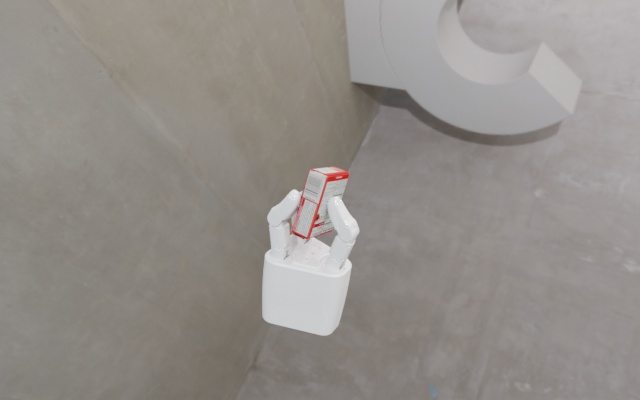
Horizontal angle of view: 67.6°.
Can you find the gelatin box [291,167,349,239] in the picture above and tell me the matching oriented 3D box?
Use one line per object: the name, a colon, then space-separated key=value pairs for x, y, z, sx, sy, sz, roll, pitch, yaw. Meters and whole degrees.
gelatin box: x=0.001 y=0.002 z=0.625 sx=0.030 sy=0.089 sz=0.073 roll=23 pitch=16 yaw=22
